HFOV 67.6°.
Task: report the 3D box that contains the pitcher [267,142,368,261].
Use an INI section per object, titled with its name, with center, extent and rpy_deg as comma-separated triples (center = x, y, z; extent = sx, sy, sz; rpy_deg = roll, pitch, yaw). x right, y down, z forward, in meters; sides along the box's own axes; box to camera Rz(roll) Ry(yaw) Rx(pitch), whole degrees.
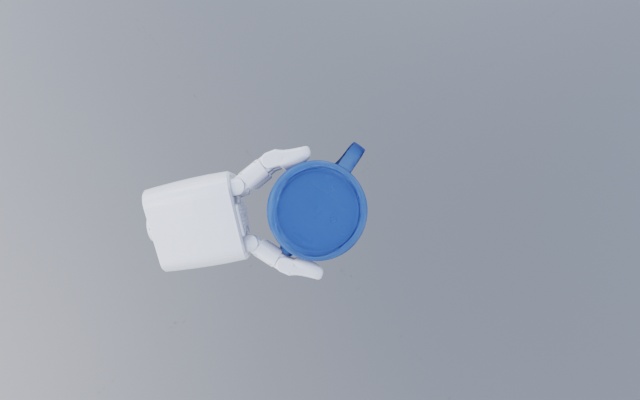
[pitcher]
center = 0.000, 0.002, 0.618
extent = 0.145, 0.149, 0.243
rpy_deg = -9, 0, -1
